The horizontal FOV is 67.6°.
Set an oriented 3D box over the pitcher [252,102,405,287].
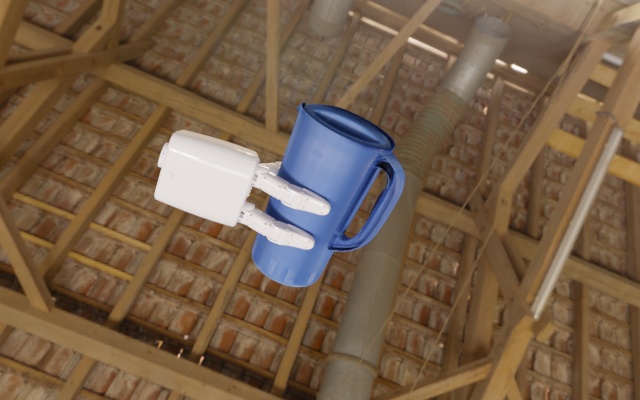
[{"bbox_3d":[0.000,0.002,0.652,0.145,0.243,0.149,18,24,-14],"label":"pitcher"}]
